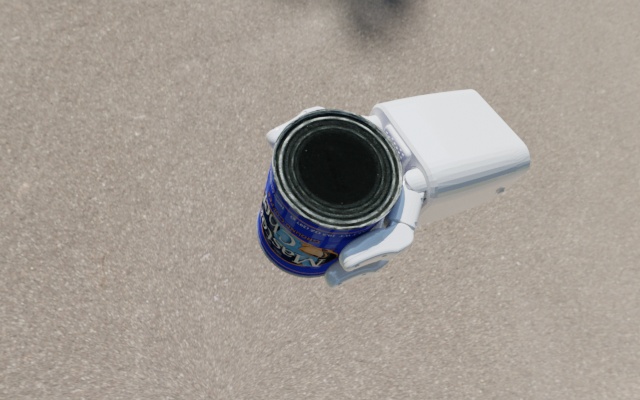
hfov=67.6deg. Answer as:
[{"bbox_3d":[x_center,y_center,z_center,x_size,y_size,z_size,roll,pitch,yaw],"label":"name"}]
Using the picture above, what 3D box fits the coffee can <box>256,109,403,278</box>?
[{"bbox_3d":[0.000,0.001,0.421,0.103,0.102,0.140,0,-23,-13],"label":"coffee can"}]
